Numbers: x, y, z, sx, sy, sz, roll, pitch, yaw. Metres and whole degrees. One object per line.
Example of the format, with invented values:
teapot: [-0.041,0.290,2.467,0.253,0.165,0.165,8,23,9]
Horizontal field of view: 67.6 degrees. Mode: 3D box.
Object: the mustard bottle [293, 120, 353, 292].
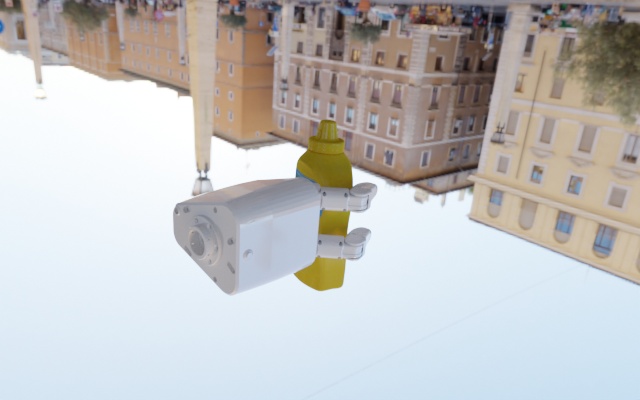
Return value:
mustard bottle: [0.000,0.002,0.560,0.058,0.192,0.096,-5,22,-24]
